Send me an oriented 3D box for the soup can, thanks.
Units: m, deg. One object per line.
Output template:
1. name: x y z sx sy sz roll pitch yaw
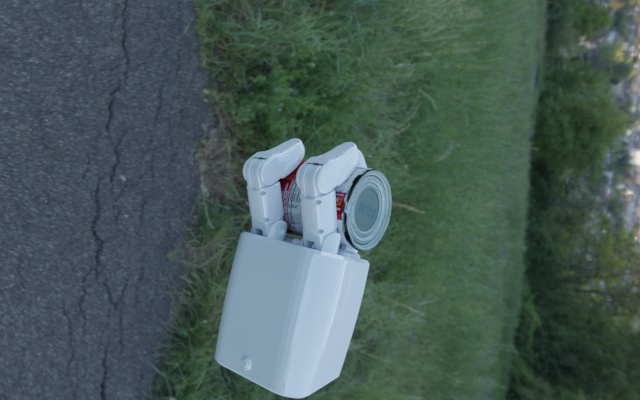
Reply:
1. soup can: 0.000 0.001 0.406 0.102 0.068 0.068 10 6 38
